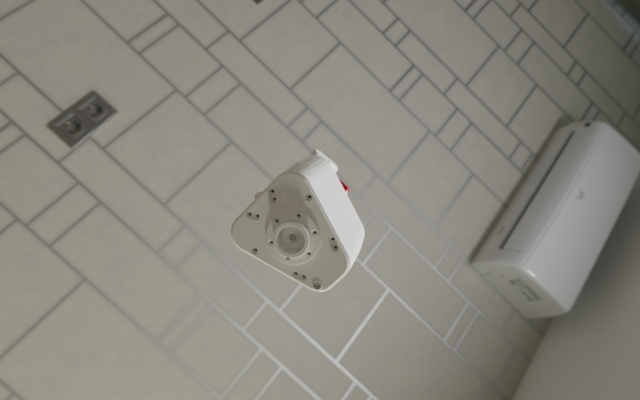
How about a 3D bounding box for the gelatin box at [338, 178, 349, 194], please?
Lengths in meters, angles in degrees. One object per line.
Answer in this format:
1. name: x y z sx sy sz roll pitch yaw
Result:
1. gelatin box: 0.000 0.002 0.598 0.073 0.030 0.089 -44 -3 2
